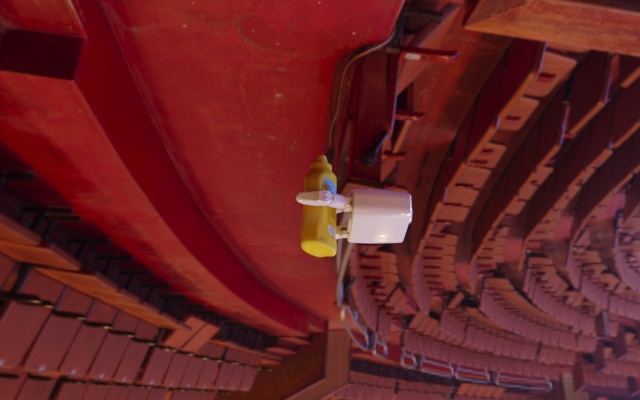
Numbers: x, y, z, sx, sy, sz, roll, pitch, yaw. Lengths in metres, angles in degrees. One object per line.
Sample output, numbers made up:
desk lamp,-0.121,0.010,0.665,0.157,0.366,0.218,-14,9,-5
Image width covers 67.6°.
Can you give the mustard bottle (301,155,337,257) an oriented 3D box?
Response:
mustard bottle,0.000,0.003,0.897,0.058,0.191,0.096,-7,-23,21
